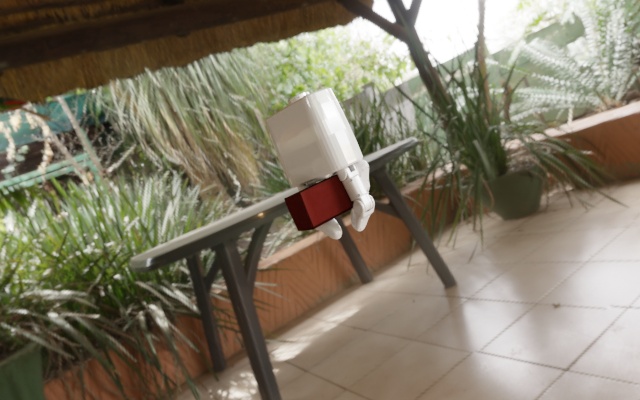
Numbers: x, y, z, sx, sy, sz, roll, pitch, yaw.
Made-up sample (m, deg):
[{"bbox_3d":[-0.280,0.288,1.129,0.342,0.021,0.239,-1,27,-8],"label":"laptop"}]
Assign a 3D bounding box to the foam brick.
[{"bbox_3d":[0.000,0.002,0.651,0.078,0.051,0.053,-27,6,-29],"label":"foam brick"}]
